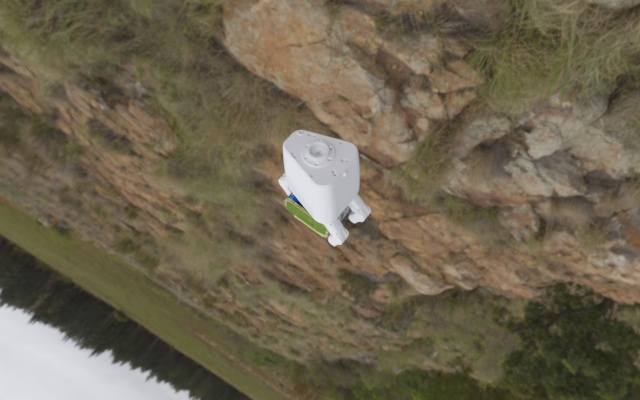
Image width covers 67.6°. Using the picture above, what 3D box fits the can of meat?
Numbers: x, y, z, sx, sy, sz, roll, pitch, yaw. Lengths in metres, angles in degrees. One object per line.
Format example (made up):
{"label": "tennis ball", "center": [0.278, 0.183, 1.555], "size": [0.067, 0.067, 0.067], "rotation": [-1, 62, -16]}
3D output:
{"label": "can of meat", "center": [0.000, 0.003, 0.831], "size": [0.102, 0.084, 0.057], "rotation": [34, -23, 18]}
